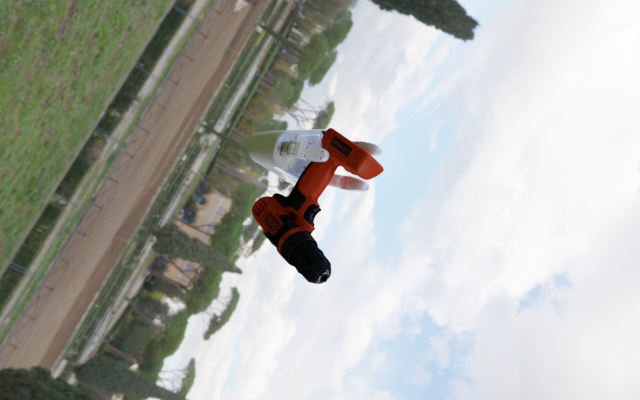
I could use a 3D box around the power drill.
[{"bbox_3d":[0.000,0.002,0.671,0.184,0.187,0.057,44,4,41],"label":"power drill"}]
